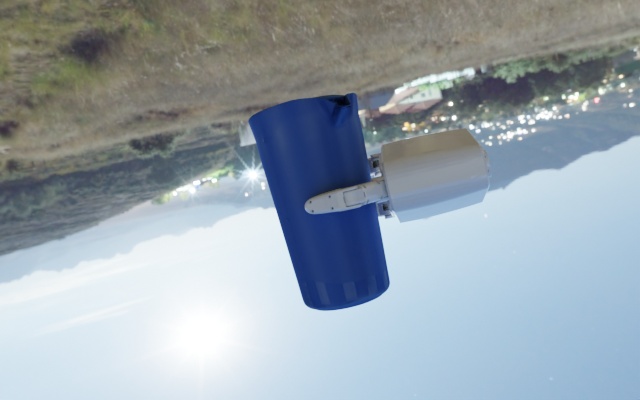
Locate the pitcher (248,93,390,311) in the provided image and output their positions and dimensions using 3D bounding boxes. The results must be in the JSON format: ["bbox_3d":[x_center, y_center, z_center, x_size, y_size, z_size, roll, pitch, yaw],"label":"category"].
[{"bbox_3d":[0.000,0.002,0.583,0.145,0.243,0.149,-13,1,11],"label":"pitcher"}]
